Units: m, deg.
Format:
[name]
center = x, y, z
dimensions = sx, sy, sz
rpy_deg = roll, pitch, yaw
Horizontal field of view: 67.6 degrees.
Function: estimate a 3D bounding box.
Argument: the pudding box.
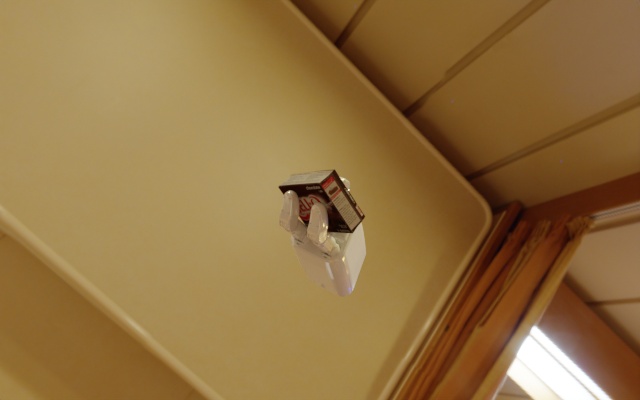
[pudding box]
center = 0.000, 0.002, 0.697
dimensions = 0.113, 0.090, 0.039
rpy_deg = -4, 37, 53
